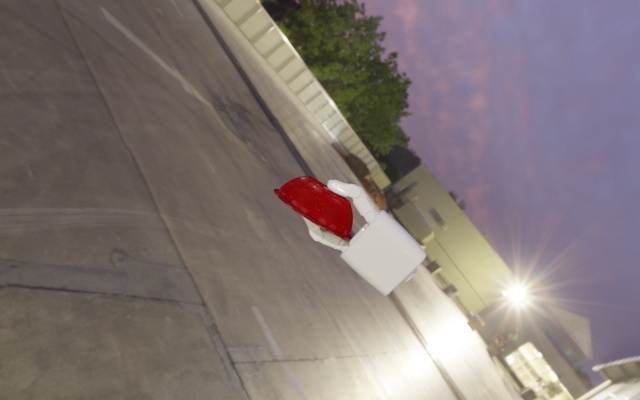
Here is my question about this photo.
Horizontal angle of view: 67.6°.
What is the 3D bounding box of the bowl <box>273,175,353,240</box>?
[{"bbox_3d":[-0.001,0.002,0.832,0.162,0.055,0.162,32,6,-4],"label":"bowl"}]
